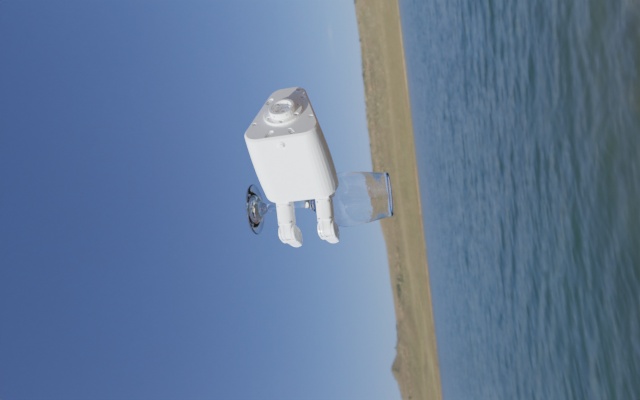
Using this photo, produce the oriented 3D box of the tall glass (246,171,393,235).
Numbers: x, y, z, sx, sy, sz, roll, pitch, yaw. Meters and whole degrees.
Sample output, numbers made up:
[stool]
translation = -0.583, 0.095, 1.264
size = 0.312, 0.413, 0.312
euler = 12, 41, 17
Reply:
[tall glass]
translation = -0.001, 0.002, 0.681
size = 0.201, 0.079, 0.079
euler = -6, -1, 12
